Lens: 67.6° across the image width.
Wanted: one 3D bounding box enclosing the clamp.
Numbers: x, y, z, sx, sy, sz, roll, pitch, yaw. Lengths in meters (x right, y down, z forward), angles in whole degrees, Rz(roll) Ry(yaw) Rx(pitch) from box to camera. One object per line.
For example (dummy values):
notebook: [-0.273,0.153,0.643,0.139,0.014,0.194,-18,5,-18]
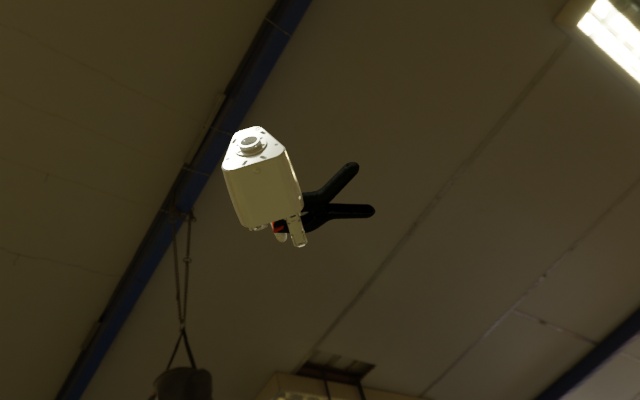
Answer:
clamp: [0.000,0.002,0.761,0.171,0.120,0.039,-17,39,-4]
